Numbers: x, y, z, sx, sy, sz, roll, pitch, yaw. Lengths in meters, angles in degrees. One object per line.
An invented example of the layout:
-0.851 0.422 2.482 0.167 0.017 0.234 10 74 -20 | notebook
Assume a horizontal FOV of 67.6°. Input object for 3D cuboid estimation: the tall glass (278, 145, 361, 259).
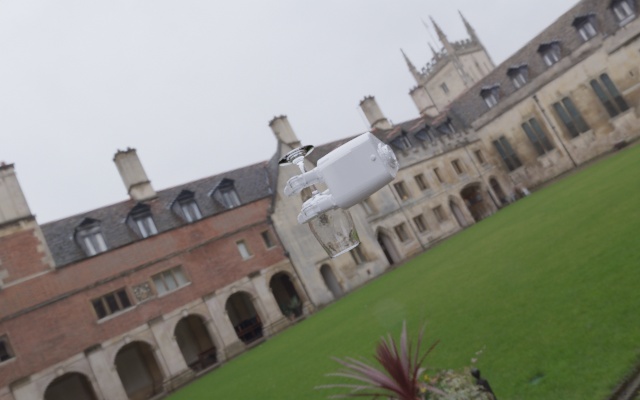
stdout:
0.000 0.002 0.868 0.079 0.201 0.079 -27 -8 -4 | tall glass
